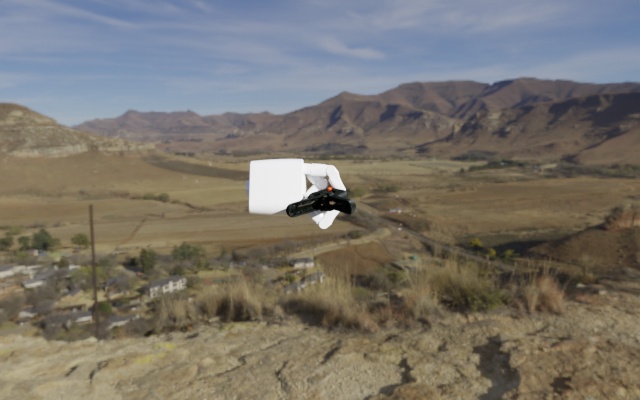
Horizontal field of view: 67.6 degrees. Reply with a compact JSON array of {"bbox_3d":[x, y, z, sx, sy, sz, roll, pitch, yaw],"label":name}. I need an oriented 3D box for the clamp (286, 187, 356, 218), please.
[{"bbox_3d":[0.000,0.002,0.881,0.120,0.039,0.171,1,7,0],"label":"clamp"}]
